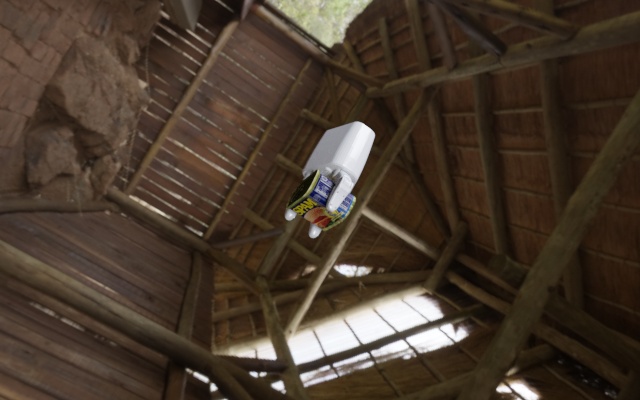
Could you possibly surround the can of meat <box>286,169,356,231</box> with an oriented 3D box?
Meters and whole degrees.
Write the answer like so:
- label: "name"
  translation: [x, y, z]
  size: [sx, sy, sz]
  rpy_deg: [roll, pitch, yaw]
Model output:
- label: "can of meat"
  translation: [0.000, 0.003, 0.830]
  size: [0.084, 0.057, 0.102]
  rpy_deg: [33, -30, -14]
